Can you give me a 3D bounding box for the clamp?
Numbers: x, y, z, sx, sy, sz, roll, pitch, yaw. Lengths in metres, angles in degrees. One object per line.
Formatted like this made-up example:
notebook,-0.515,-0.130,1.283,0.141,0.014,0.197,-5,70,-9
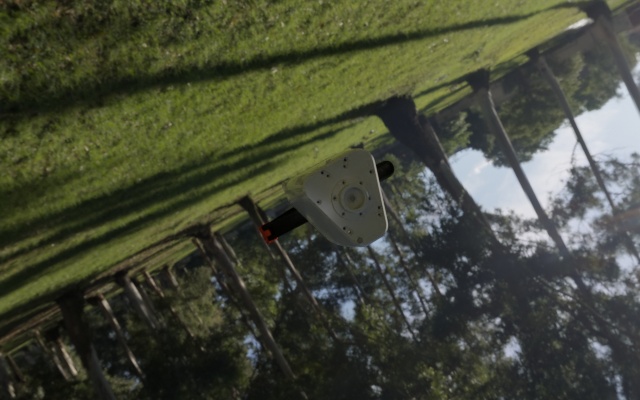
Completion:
clamp,0.000,0.003,0.741,0.210,0.036,0.164,-30,4,-12
